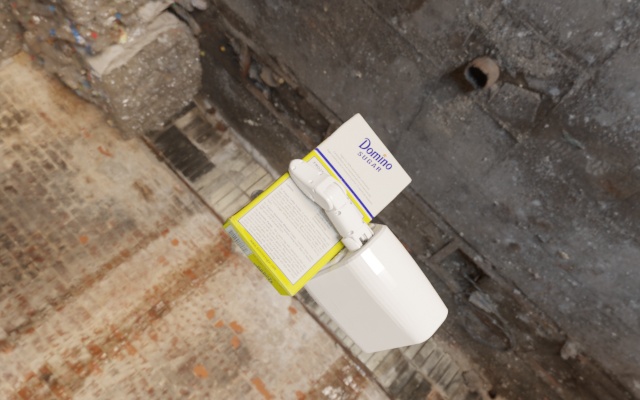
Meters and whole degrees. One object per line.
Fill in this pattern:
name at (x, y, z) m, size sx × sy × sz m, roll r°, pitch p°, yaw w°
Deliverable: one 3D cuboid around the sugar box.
sugar box at (0.000, 0.002, 0.478) m, size 0.176 × 0.093 × 0.048 m, roll -41°, pitch 6°, yaw -24°
